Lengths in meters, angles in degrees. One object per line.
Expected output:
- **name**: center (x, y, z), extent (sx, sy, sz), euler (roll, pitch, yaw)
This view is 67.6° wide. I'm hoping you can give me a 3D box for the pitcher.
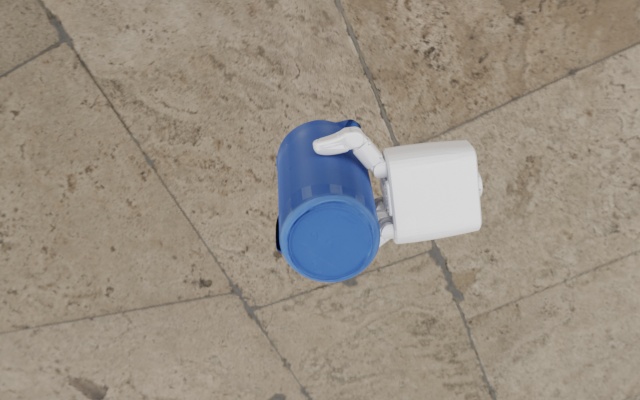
- **pitcher**: center (0.000, 0.002, 0.608), extent (0.145, 0.149, 0.242), euler (-8, 25, 2)
